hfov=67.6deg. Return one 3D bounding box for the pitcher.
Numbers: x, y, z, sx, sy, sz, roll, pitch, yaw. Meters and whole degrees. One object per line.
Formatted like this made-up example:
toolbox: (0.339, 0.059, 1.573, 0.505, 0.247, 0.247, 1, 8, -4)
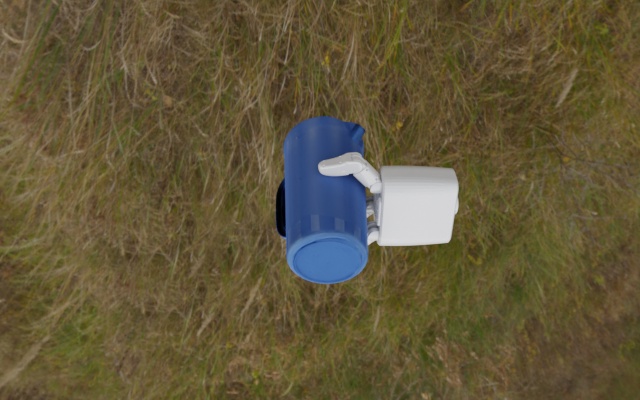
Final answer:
pitcher: (0.000, 0.002, 0.711, 0.145, 0.149, 0.242, 1, 45, -2)
